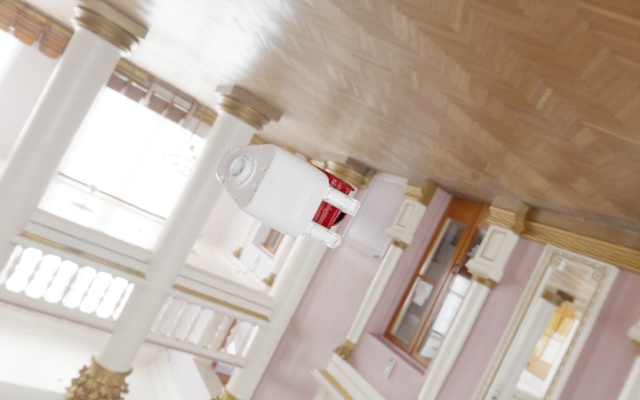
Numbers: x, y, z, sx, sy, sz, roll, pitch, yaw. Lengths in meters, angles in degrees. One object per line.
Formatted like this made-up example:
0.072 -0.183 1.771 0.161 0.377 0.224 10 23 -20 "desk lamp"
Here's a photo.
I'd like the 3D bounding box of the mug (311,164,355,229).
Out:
0.001 0.003 0.733 0.093 0.081 0.117 25 -4 44 "mug"
